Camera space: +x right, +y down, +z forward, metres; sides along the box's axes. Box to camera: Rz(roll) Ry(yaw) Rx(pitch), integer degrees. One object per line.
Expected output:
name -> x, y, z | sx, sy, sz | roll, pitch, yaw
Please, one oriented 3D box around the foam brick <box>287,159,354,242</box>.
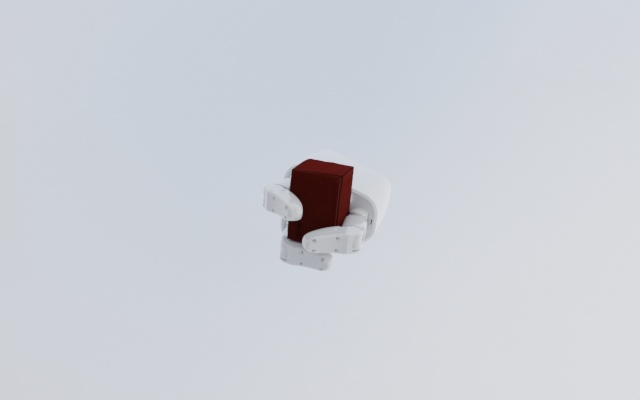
foam brick -> 0.000, 0.001, 0.490 | 0.053, 0.078, 0.051 | 12, 21, 15
